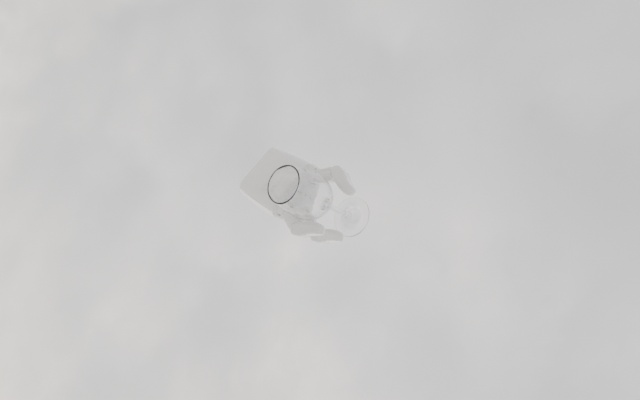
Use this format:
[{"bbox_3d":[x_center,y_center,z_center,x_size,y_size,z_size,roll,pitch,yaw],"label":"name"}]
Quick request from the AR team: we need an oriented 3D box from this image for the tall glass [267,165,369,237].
[{"bbox_3d":[0.001,0.003,0.789,0.079,0.079,0.201,0,-16,36],"label":"tall glass"}]
